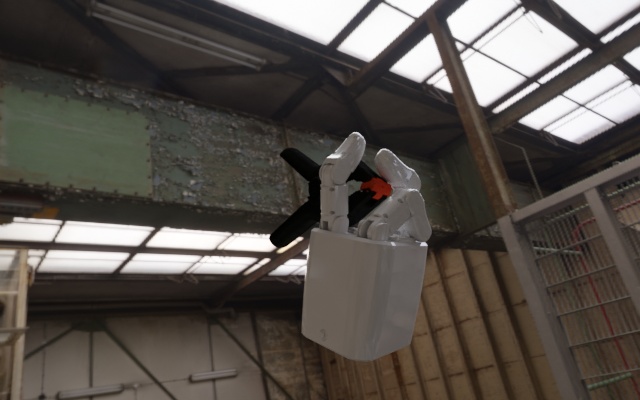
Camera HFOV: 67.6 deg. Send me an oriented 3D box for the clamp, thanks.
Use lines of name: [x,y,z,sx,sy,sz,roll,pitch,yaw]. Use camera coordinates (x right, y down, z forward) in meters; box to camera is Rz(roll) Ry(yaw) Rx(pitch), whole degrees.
clamp: [0.001,0.002,0.520,0.039,0.120,0.171,7,0,-38]
